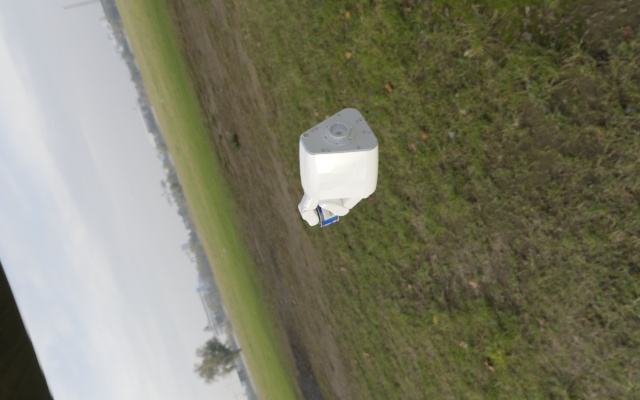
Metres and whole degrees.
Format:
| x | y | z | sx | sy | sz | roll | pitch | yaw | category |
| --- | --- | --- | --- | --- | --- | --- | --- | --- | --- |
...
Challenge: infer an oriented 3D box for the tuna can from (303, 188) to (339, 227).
| x | y | z | sx | sy | sz | roll | pitch | yaw | category |
| --- | --- | --- | --- | --- | --- | --- | --- | --- | --- |
| 0.000 | 0.003 | 0.847 | 0.034 | 0.086 | 0.086 | -23 | 4 | -10 | tuna can |
